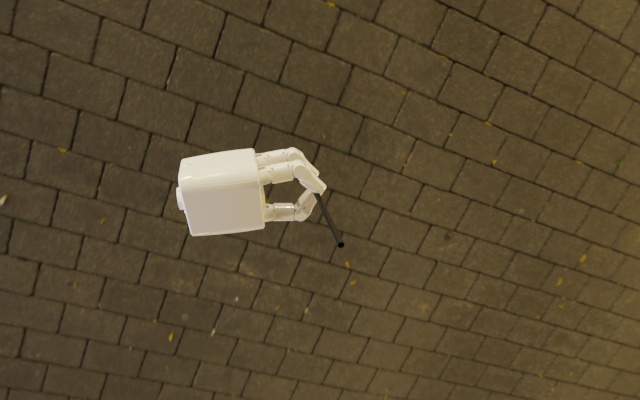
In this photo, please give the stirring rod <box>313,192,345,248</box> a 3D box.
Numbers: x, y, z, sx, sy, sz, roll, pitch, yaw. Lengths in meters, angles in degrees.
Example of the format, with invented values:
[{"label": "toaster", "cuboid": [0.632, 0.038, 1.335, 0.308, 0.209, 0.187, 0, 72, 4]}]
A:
[{"label": "stirring rod", "cuboid": [0.000, 0.002, 0.652, 0.011, 0.011, 0.239, 0, 24, -12]}]
